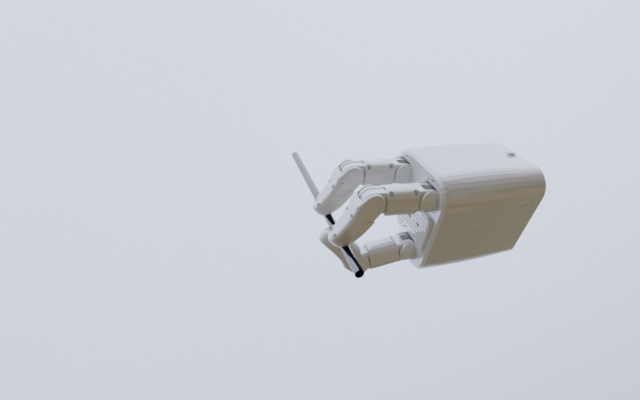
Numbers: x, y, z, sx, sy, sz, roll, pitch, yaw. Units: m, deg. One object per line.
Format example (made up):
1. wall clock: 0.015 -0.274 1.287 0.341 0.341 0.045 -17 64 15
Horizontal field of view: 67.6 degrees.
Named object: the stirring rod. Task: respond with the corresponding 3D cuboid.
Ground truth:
1. stirring rod: 0.000 0.002 0.481 0.011 0.011 0.239 0 28 -17
